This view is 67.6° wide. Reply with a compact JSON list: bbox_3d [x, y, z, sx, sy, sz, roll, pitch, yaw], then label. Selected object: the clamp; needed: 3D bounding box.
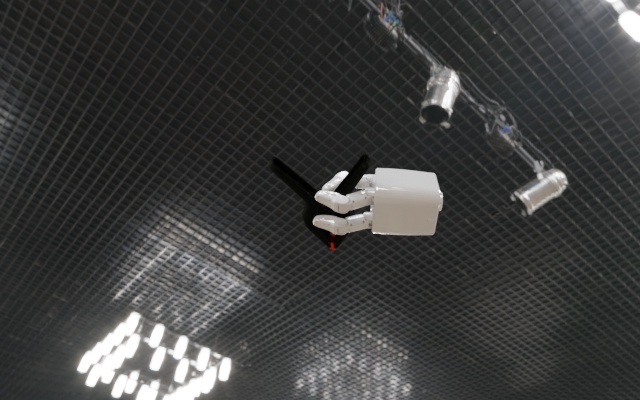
[{"bbox_3d":[0.001,0.003,0.828,0.164,0.210,0.036,5,42,8],"label":"clamp"}]
